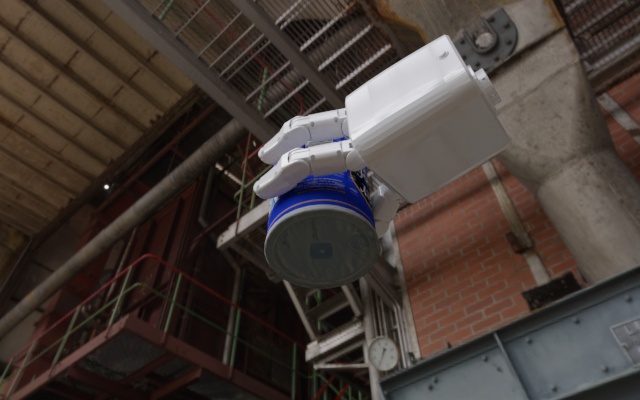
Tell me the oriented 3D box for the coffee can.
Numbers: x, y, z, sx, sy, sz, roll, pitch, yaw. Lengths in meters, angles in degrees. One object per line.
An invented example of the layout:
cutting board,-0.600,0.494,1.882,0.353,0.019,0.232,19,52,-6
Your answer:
coffee can,0.000,0.002,0.478,0.103,0.103,0.140,0,40,-2
